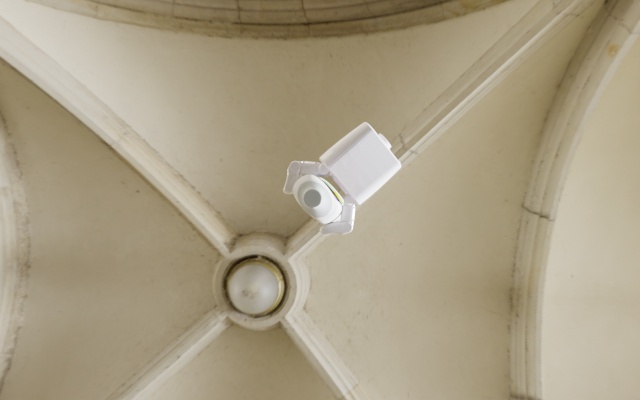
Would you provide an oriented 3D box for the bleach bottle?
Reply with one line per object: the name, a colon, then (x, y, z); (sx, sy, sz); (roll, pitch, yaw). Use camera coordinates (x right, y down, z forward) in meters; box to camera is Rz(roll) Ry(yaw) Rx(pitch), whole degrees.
bleach bottle: (0.000, 0.003, 0.853); (0.068, 0.102, 0.251); (-40, -2, 2)
